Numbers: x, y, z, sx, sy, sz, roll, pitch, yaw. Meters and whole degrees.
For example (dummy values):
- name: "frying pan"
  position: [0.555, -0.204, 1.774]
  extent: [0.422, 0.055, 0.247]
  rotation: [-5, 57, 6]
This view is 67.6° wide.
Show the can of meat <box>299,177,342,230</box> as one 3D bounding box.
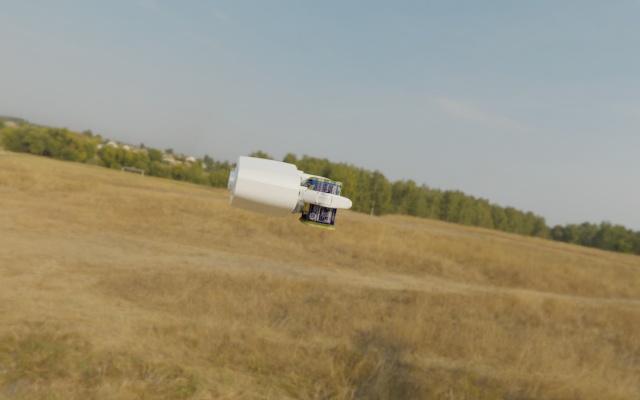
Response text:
- name: "can of meat"
  position: [0.000, 0.003, 0.858]
  extent: [0.057, 0.084, 0.102]
  rotation: [11, 1, -9]
